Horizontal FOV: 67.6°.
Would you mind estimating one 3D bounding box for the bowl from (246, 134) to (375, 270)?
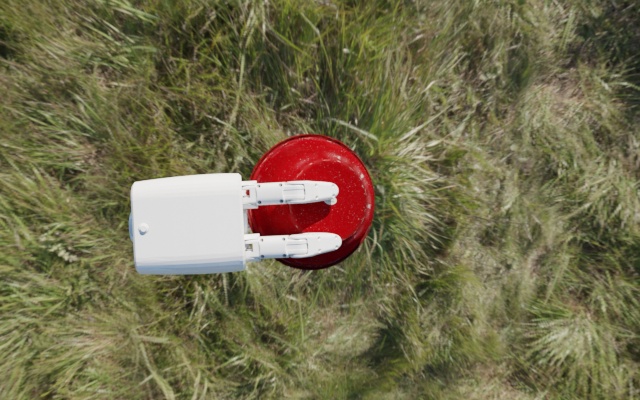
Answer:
[{"bbox_3d":[0.001,0.001,0.541,0.162,0.162,0.055,0,0,-20],"label":"bowl"}]
